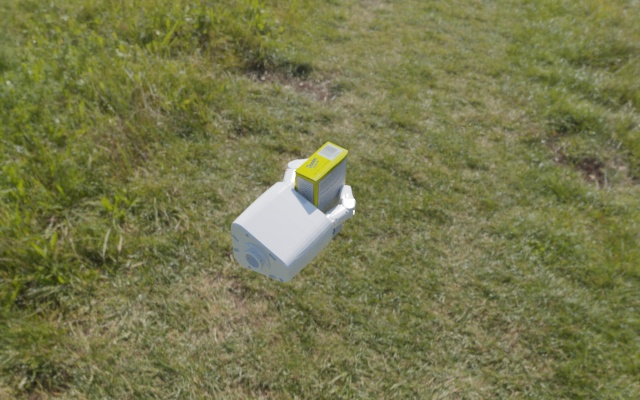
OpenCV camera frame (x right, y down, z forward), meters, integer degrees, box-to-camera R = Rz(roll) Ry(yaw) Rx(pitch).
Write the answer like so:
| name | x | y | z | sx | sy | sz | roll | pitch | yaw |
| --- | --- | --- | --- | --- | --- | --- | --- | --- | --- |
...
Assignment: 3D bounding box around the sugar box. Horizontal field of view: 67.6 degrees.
| name | x | y | z | sx | sy | sz | roll | pitch | yaw |
| --- | --- | --- | --- | --- | --- | --- | --- | --- | --- |
| sugar box | 0.000 | 0.002 | 0.778 | 0.048 | 0.176 | 0.093 | 28 | 49 | 22 |
